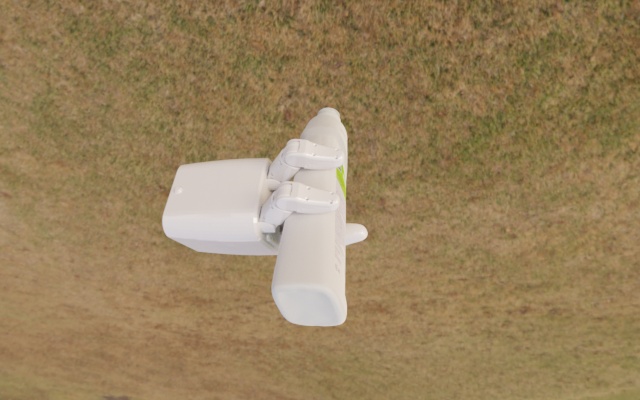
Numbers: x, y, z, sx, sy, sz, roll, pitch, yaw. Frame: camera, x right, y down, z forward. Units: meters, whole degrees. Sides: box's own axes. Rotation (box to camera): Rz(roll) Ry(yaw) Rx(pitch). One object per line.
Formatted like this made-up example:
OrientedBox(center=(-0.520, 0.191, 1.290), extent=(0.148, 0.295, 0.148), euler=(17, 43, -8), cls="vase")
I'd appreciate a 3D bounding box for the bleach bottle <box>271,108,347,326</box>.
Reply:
OrientedBox(center=(0.000, 0.002, 0.531), extent=(0.068, 0.250, 0.103), euler=(-1, -35, 11), cls="bleach bottle")
